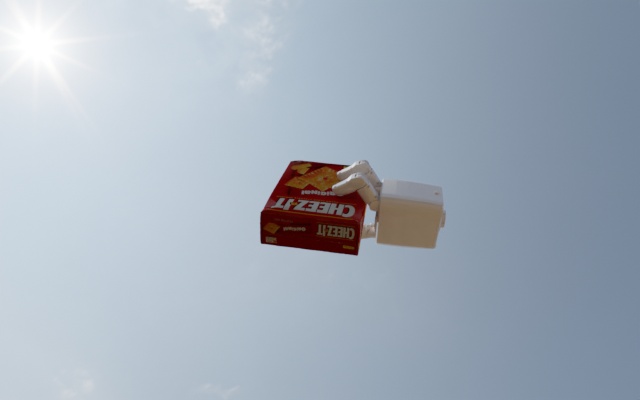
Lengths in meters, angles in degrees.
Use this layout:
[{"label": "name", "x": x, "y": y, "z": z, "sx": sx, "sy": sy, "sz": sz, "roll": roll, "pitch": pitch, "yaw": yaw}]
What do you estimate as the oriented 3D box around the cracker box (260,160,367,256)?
[{"label": "cracker box", "x": 0.000, "y": 0.003, "z": 0.850, "sx": 0.164, "sy": 0.072, "sz": 0.213, "roll": 6, "pitch": 28, "yaw": 9}]
